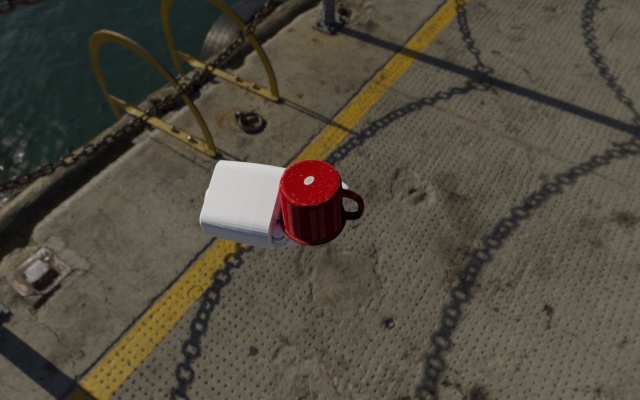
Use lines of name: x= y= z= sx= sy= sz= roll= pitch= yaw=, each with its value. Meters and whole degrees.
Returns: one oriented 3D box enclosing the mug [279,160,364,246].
mug: x=0.001 y=0.002 z=0.635 sx=0.117 sy=0.093 sz=0.082 roll=9 pitch=-37 yaw=9
